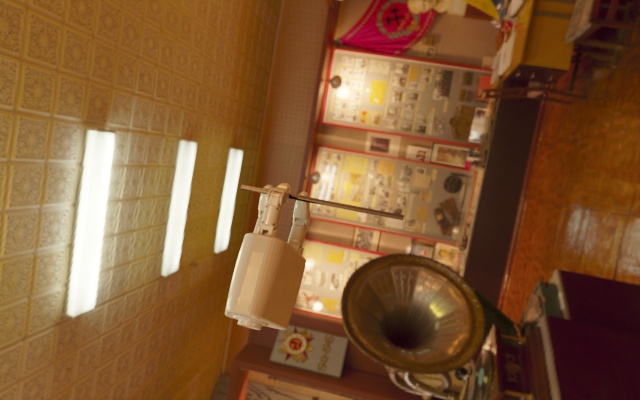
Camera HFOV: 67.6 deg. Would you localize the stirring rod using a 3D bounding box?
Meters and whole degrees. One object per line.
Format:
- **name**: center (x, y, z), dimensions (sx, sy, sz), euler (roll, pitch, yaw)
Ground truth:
- **stirring rod**: center (0.000, 0.002, 0.689), dimensions (0.239, 0.011, 0.011), euler (11, 1, 8)
